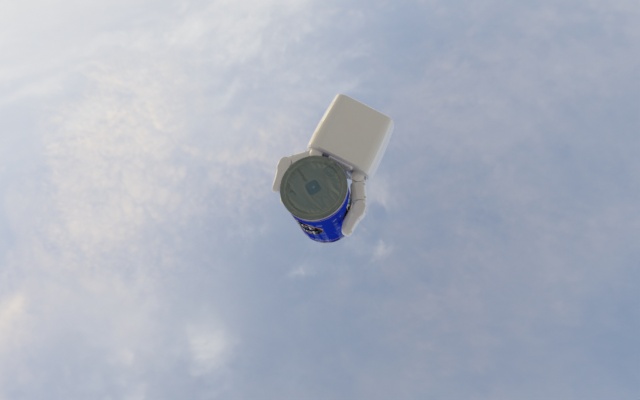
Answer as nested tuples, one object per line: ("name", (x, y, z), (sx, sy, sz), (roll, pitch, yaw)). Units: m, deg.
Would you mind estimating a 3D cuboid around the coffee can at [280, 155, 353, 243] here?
("coffee can", (0.000, 0.003, 0.771), (0.103, 0.102, 0.140), (0, -19, 9))
